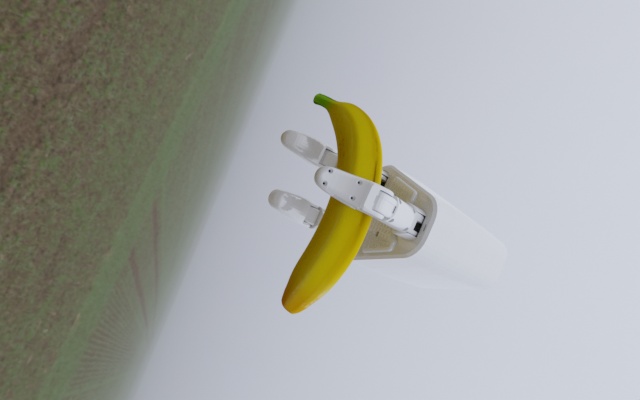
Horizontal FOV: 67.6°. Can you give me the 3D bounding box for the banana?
[{"bbox_3d":[0.016,-0.004,0.393,0.069,0.197,0.037,-6,-26,35],"label":"banana"}]
